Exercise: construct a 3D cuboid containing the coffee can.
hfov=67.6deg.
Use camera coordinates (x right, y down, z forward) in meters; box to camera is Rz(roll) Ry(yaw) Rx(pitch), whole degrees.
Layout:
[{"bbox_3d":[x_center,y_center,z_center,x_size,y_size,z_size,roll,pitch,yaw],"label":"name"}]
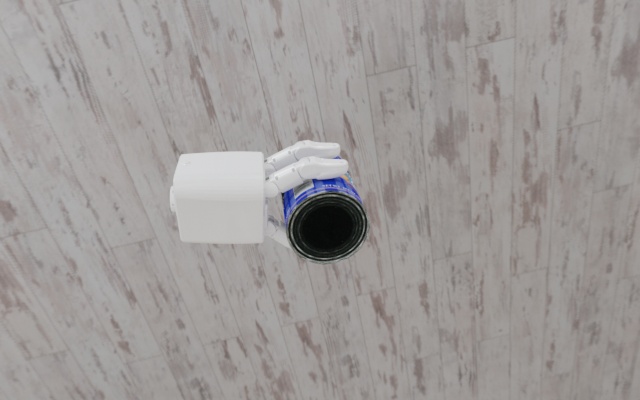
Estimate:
[{"bbox_3d":[0.000,0.002,0.632,0.103,0.103,0.140,0,28,-9],"label":"coffee can"}]
